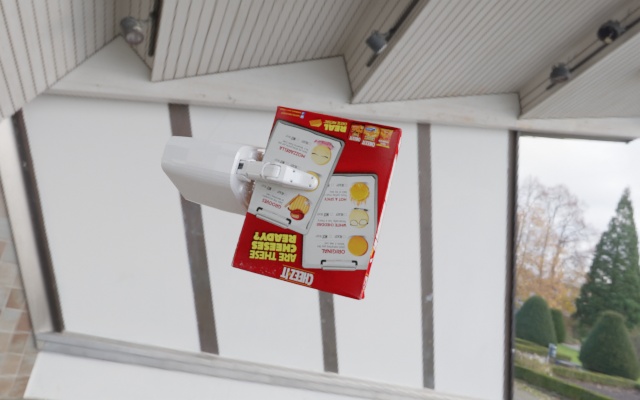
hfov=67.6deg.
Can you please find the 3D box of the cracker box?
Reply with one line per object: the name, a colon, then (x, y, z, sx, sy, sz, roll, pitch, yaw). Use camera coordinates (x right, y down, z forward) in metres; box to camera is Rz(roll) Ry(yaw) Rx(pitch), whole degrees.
cracker box: (0.000, 0.002, 0.605, 0.164, 0.213, 0.072, 13, -9, 13)
